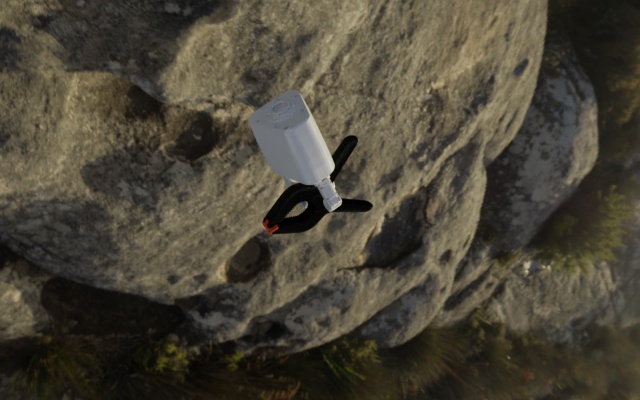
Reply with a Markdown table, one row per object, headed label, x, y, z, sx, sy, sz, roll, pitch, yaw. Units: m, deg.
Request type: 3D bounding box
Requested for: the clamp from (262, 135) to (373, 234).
| label | x | y | z | sx | sy | sz | roll | pitch | yaw |
| --- | --- | --- | --- | --- | --- | --- | --- | --- | --- |
| clamp | 0.000 | 0.003 | 0.829 | 0.210 | 0.165 | 0.036 | -35 | 40 | -10 |
